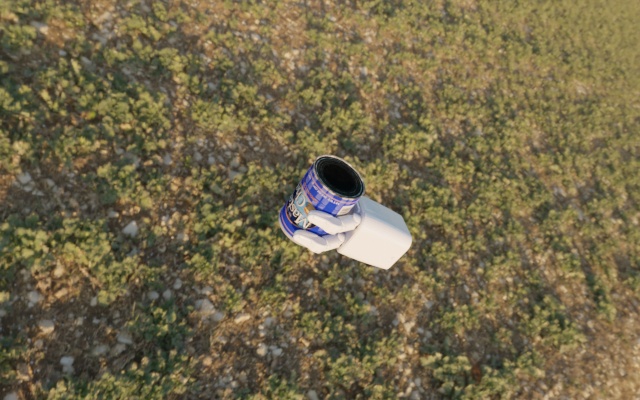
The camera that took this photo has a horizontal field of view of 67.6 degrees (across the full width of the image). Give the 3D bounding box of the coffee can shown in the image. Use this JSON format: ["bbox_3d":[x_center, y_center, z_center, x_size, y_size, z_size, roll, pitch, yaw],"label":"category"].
[{"bbox_3d":[0.000,0.003,0.852,0.103,0.102,0.140,0,-39,-38],"label":"coffee can"}]
